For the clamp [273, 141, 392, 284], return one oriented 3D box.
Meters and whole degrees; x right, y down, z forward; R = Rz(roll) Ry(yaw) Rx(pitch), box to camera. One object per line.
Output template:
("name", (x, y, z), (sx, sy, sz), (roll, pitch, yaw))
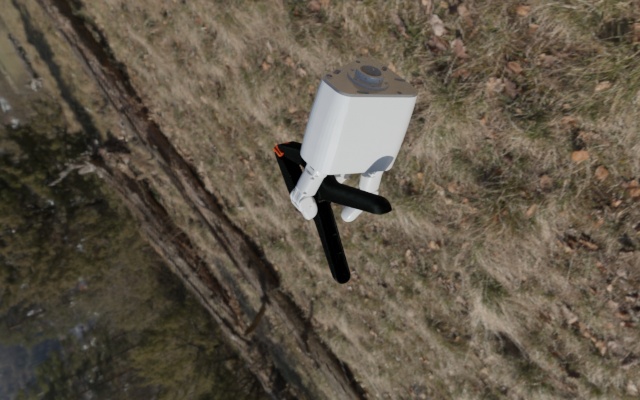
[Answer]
("clamp", (-0.001, 0.002, 0.647), (0.036, 0.165, 0.210), (-18, 51, -35))
